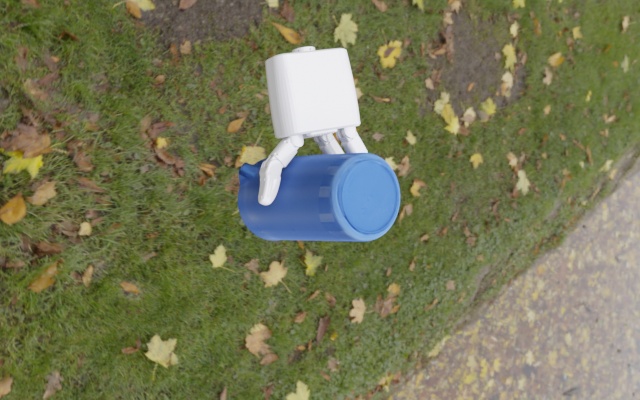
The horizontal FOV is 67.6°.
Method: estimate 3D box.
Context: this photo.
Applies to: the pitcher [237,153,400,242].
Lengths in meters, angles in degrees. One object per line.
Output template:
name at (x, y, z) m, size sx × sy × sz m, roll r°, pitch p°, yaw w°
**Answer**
pitcher at (0.000, 0.002, 0.672) m, size 0.149 × 0.145 × 0.243 m, roll -10°, pitch 6°, yaw -34°
